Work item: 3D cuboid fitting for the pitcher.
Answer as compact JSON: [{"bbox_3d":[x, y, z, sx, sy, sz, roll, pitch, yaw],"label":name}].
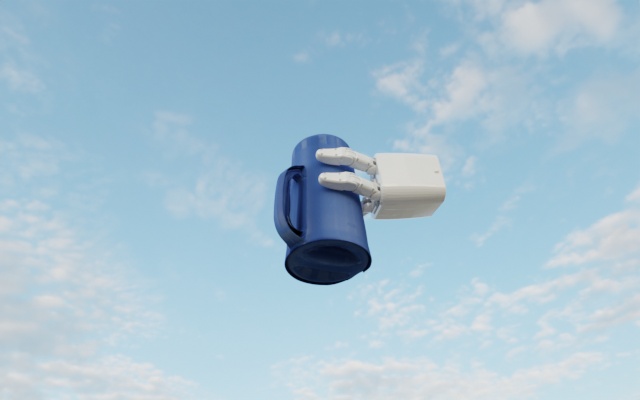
[{"bbox_3d":[0.000,0.003,0.786,0.145,0.242,0.149,-2,-38,-2],"label":"pitcher"}]
